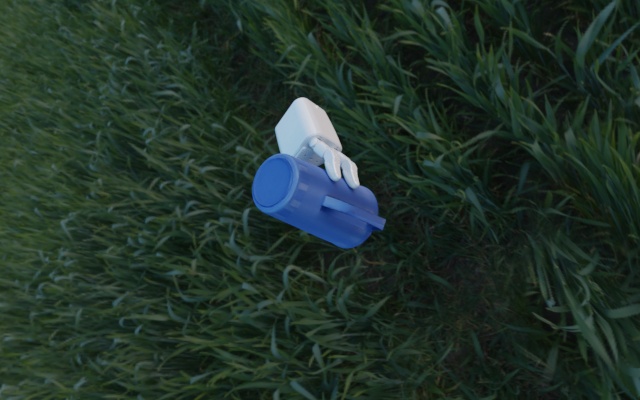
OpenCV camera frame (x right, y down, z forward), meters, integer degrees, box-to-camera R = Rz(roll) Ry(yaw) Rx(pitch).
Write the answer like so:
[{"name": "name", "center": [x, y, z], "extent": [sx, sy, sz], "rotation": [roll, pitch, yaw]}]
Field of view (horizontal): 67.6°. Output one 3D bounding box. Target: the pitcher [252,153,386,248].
[{"name": "pitcher", "center": [0.000, 0.003, 0.888], "extent": [0.149, 0.145, 0.243], "rotation": [-34, -35, 26]}]
